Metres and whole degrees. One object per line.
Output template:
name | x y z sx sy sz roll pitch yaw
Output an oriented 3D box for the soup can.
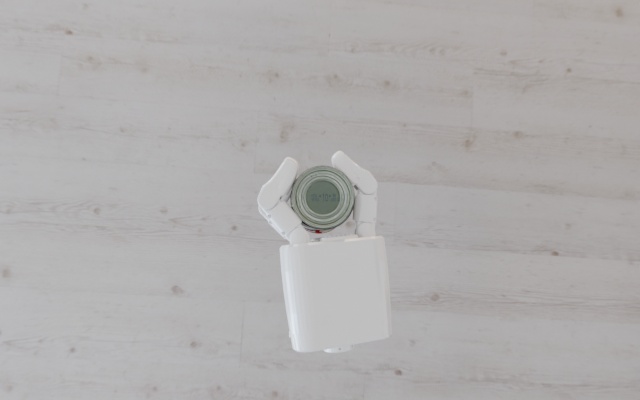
soup can | 0.000 0.001 0.532 0.068 0.068 0.102 0 -6 -3
